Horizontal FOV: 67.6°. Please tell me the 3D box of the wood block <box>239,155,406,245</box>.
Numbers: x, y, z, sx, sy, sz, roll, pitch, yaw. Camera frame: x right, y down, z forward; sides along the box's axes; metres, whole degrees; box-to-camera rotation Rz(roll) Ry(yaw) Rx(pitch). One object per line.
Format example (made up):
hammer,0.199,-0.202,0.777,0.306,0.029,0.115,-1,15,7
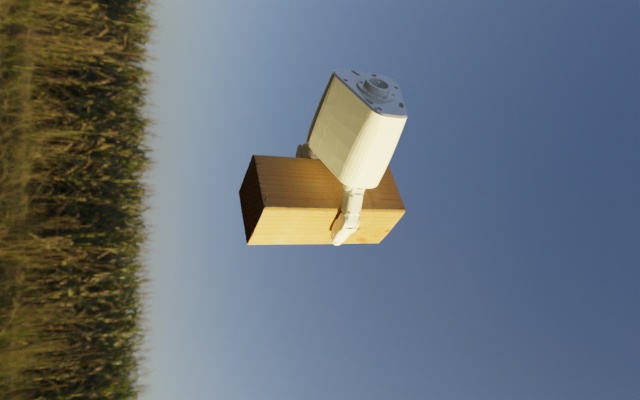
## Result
wood block,0.000,0.002,0.671,0.206,0.090,0.090,2,-36,-24
